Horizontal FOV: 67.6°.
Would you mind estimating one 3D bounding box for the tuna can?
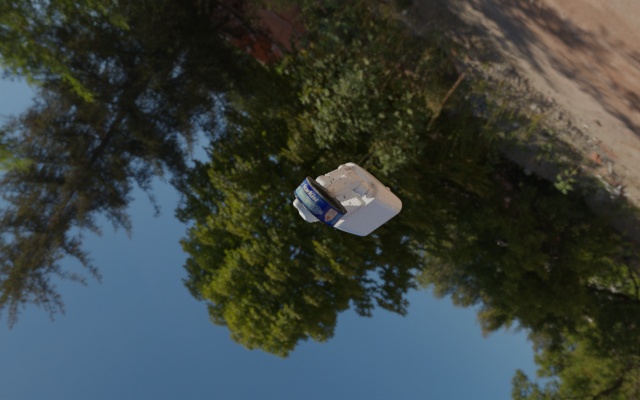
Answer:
[{"bbox_3d":[0.000,0.003,0.759,0.086,0.034,0.086,41,10,-8],"label":"tuna can"}]
